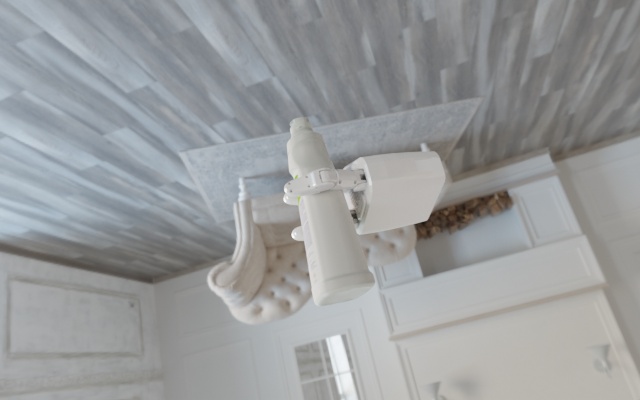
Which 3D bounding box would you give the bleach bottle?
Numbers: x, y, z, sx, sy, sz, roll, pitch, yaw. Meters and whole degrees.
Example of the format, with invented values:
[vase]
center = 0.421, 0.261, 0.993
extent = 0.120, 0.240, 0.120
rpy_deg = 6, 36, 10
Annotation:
[bleach bottle]
center = 0.000, 0.002, 0.616
extent = 0.068, 0.250, 0.103
rpy_deg = -8, -21, -14
